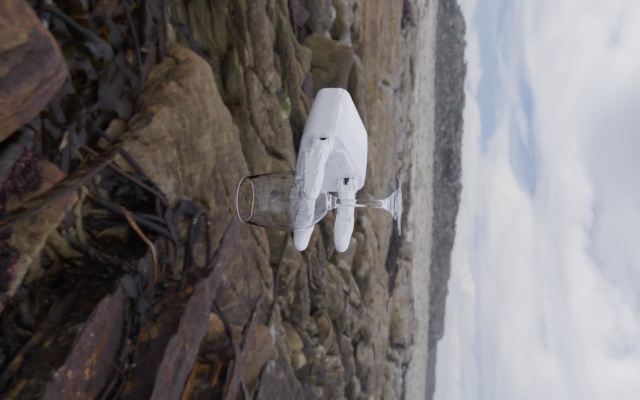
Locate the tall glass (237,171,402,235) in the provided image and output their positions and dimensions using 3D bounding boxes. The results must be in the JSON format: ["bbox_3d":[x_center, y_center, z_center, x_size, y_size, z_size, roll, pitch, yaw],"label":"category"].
[{"bbox_3d":[0.001,0.002,0.601,0.201,0.079,0.079,1,0,11],"label":"tall glass"}]
